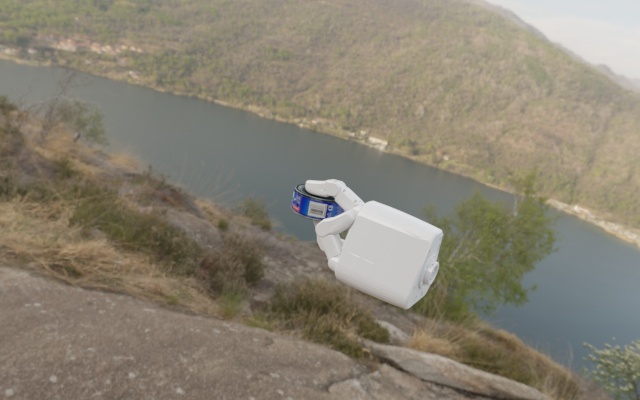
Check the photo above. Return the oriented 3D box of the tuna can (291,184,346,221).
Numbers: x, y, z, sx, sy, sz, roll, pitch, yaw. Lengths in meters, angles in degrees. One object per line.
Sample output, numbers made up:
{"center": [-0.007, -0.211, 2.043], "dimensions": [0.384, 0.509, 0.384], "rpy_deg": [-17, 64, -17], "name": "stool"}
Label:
{"center": [0.000, 0.002, 0.717], "dimensions": [0.086, 0.034, 0.086], "rpy_deg": [10, 16, -3], "name": "tuna can"}
